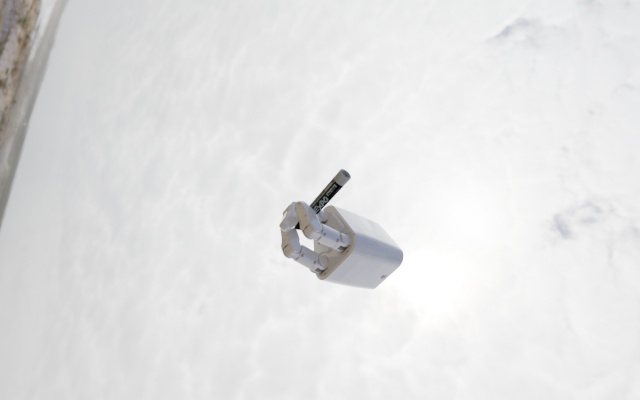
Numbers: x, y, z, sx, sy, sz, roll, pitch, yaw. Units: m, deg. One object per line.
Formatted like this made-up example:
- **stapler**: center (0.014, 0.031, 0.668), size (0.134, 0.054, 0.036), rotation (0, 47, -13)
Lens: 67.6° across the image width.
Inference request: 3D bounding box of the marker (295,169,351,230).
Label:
- **marker**: center (0.000, 0.002, 0.679), size (0.020, 0.020, 0.121), rotation (0, -40, -48)
